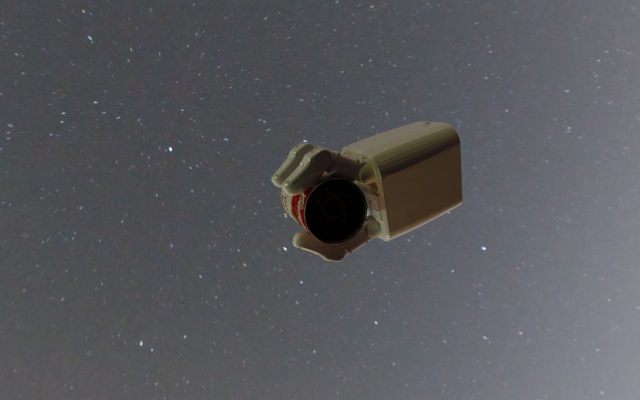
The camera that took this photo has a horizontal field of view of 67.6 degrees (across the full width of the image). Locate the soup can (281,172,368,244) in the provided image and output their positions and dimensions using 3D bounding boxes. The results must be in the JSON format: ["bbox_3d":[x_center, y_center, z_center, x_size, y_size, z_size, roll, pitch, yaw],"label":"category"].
[{"bbox_3d":[0.000,0.002,0.526,0.068,0.068,0.102,0,11,-19],"label":"soup can"}]
